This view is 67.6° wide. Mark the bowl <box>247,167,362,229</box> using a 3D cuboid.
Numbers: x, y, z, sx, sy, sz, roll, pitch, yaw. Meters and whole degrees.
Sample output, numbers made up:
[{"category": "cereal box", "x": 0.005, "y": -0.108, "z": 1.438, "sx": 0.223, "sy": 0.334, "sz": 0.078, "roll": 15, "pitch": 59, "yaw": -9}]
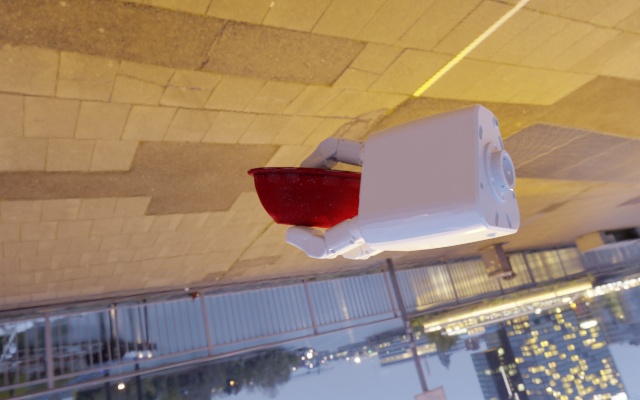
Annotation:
[{"category": "bowl", "x": -0.001, "y": 0.002, "z": 0.514, "sx": 0.162, "sy": 0.055, "sz": 0.162, "roll": 5, "pitch": -3, "yaw": 0}]
